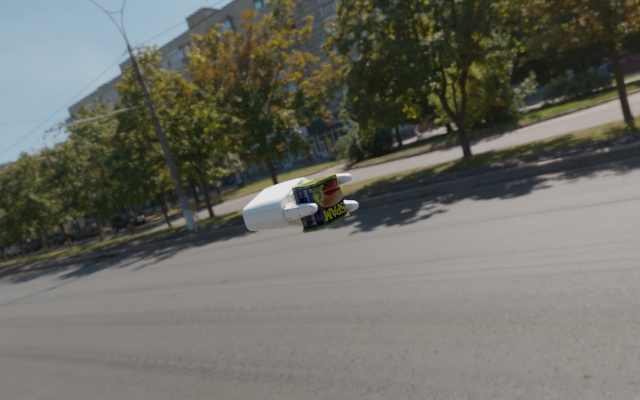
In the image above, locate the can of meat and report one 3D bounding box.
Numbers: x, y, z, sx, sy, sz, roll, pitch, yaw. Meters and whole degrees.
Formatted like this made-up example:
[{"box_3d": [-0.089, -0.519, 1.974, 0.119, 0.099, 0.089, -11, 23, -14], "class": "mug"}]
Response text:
[{"box_3d": [0.000, 0.003, 0.874, 0.057, 0.084, 0.102, -11, 8, 38], "class": "can of meat"}]
